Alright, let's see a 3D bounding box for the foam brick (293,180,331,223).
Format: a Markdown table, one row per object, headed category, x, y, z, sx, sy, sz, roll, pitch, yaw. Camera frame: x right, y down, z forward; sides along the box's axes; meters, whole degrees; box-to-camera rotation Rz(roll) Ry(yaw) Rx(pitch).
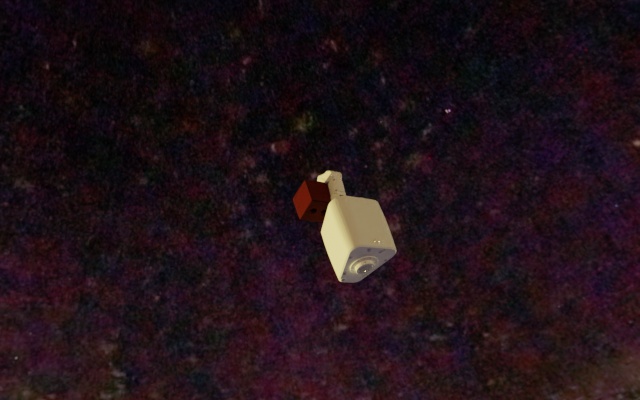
| category | x | y | z | sx | sy | sz | roll | pitch | yaw |
| --- | --- | --- | --- | --- | --- | --- | --- | --- | --- |
| foam brick | 0.000 | 0.003 | 0.846 | 0.078 | 0.051 | 0.053 | 8 | -45 | -29 |
